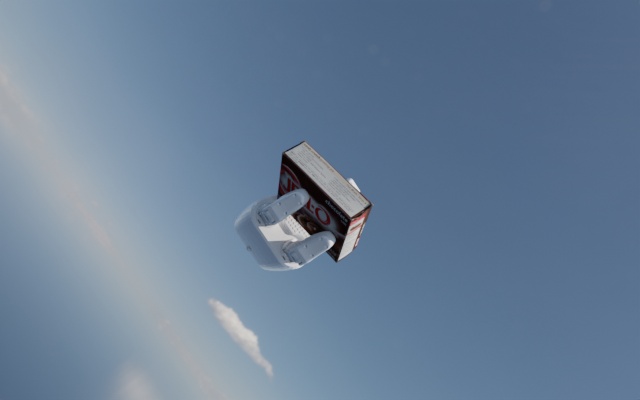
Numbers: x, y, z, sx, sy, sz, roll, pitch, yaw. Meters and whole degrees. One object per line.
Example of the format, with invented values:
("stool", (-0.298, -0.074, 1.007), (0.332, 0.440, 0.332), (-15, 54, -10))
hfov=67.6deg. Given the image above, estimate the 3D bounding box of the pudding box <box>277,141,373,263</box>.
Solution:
("pudding box", (0.000, 0.002, 0.536), (0.039, 0.113, 0.090), (-36, -23, -29))
